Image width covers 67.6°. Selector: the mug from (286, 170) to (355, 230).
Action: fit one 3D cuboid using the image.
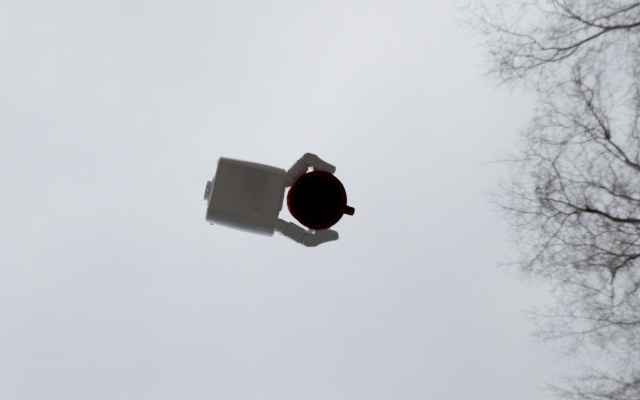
[{"bbox_3d":[0.001,0.003,0.783,0.117,0.093,0.081,14,-3,-12],"label":"mug"}]
